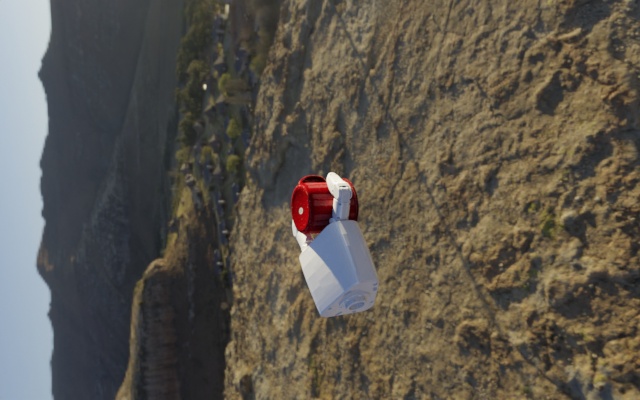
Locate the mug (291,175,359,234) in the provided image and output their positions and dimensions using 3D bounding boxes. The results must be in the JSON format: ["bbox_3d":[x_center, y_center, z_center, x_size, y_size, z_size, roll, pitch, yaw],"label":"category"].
[{"bbox_3d":[0.000,0.001,0.779,0.081,0.117,0.093,-3,-39,-26],"label":"mug"}]
